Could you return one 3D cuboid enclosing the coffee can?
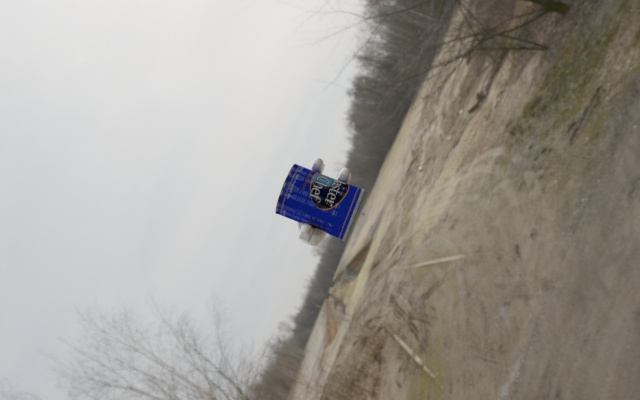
[{"bbox_3d":[0.000,0.003,0.888,0.140,0.103,0.103,21,1,4],"label":"coffee can"}]
